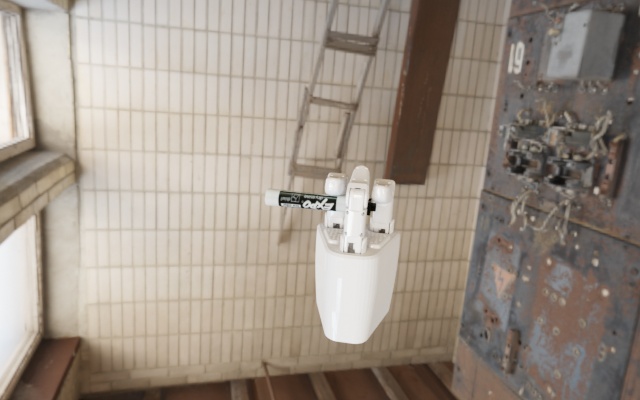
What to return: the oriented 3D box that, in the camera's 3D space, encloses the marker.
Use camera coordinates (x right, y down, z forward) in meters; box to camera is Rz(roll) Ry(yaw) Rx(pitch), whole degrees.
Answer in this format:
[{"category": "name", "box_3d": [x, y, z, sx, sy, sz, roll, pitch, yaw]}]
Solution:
[{"category": "marker", "box_3d": [0.000, 0.002, 0.520, 0.121, 0.020, 0.020, 6, 1, 9]}]
